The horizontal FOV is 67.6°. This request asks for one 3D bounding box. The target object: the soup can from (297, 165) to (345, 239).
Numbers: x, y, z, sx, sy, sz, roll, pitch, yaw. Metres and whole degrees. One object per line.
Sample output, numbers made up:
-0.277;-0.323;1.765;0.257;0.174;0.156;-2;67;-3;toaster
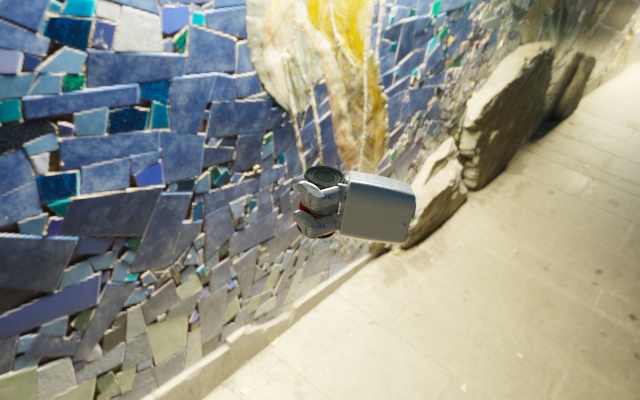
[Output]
0.000;0.002;0.782;0.068;0.102;0.068;7;33;-4;soup can
